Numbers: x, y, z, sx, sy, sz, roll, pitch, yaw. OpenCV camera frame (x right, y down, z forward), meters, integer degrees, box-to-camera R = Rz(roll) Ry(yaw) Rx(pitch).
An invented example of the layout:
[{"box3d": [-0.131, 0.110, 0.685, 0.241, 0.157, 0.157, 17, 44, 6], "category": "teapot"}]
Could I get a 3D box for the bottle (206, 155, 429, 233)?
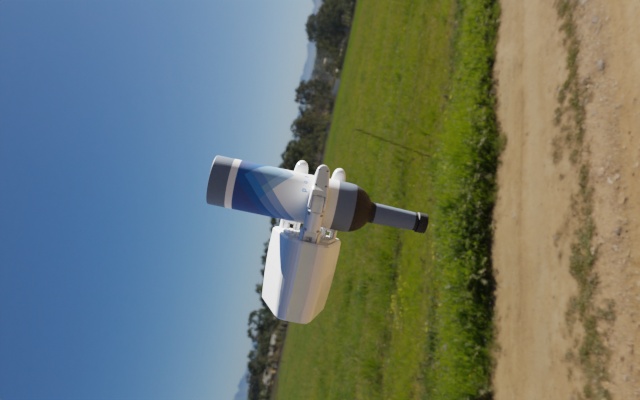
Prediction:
[{"box3d": [0.000, 0.002, 0.645, 0.296, 0.069, 0.069, 12, -1, -4], "category": "bottle"}]
